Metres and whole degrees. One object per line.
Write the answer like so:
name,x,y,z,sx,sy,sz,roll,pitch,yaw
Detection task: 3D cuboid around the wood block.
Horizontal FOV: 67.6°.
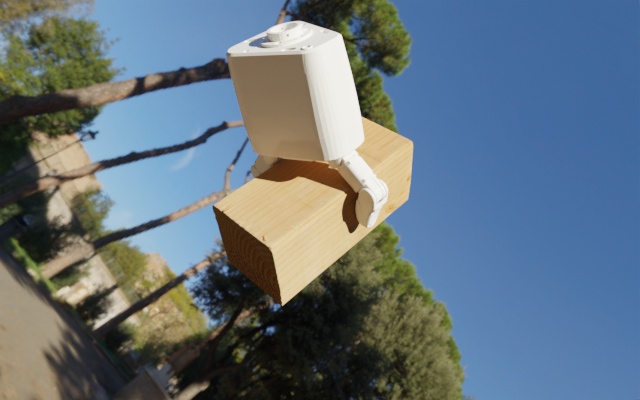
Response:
wood block,0.000,0.001,0.516,0.090,0.090,0.206,33,55,32
